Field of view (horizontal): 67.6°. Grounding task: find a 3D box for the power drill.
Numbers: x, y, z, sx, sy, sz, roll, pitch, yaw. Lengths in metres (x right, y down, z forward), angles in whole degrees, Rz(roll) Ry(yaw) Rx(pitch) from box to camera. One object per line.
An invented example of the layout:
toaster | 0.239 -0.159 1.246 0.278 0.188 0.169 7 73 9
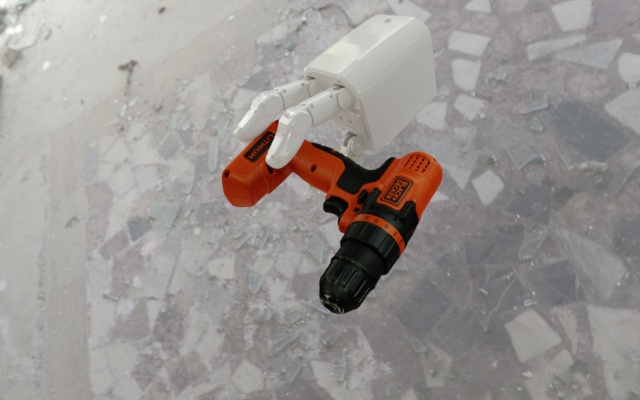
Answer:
power drill | 0.000 0.001 0.457 0.187 0.057 0.184 24 54 23
